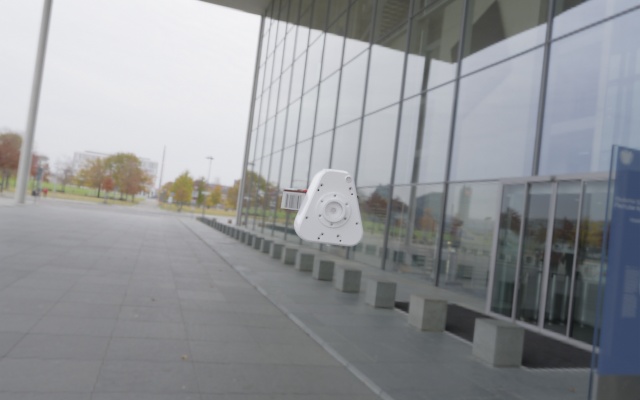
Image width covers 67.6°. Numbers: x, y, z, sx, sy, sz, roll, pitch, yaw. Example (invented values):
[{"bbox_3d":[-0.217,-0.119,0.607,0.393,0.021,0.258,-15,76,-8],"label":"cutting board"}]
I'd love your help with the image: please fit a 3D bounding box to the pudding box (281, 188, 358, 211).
[{"bbox_3d":[0.000,0.003,0.845,0.113,0.039,0.090,8,3,24],"label":"pudding box"}]
